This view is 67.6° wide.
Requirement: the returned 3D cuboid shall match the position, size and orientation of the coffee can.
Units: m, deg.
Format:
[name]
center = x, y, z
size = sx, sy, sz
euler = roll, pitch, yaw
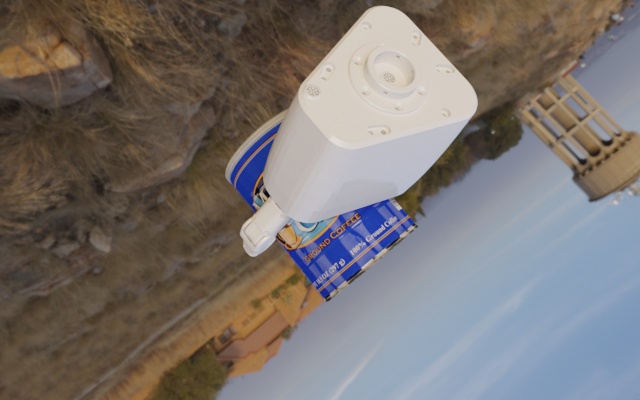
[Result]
[coffee can]
center = 0.000, 0.001, 0.417
size = 0.103, 0.140, 0.103
euler = -39, -9, -7
